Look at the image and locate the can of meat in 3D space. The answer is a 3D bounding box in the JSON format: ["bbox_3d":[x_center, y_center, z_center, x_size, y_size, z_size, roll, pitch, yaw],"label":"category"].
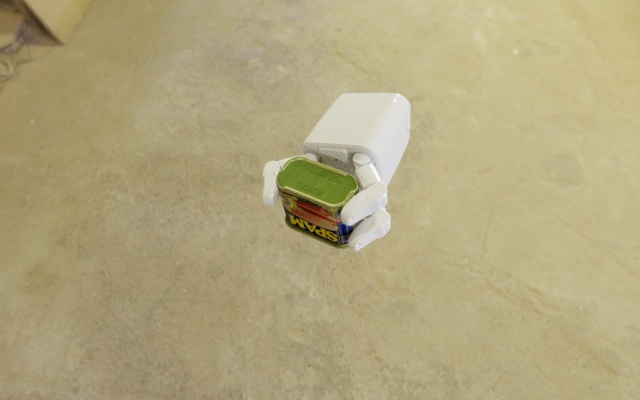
[{"bbox_3d":[0.000,0.002,0.574,0.102,0.057,0.084,22,-31,23],"label":"can of meat"}]
